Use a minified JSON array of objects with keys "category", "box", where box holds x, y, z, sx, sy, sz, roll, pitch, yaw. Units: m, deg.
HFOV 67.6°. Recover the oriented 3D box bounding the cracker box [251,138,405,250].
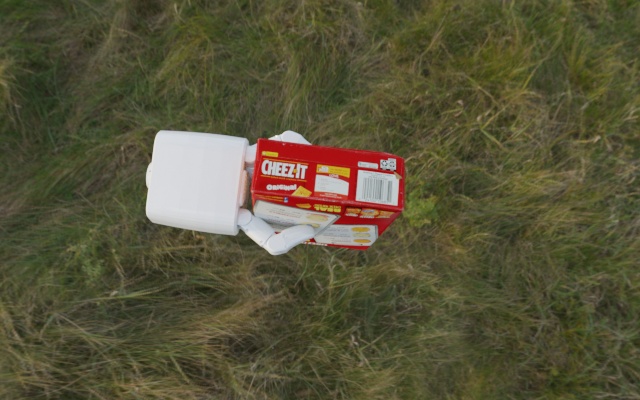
[{"category":"cracker box","box":[0.000,0.002,0.602,0.164,0.072,0.214,6,-18,-4]}]
